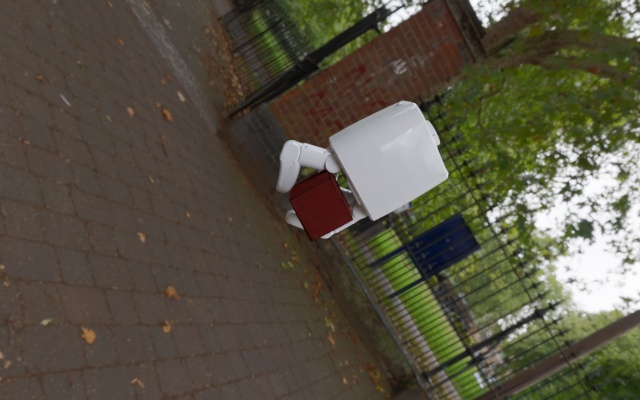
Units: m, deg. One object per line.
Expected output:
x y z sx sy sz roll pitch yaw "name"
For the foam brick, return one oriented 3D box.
0.000 0.002 0.532 0.051 0.053 0.078 -27 13 5 "foam brick"
